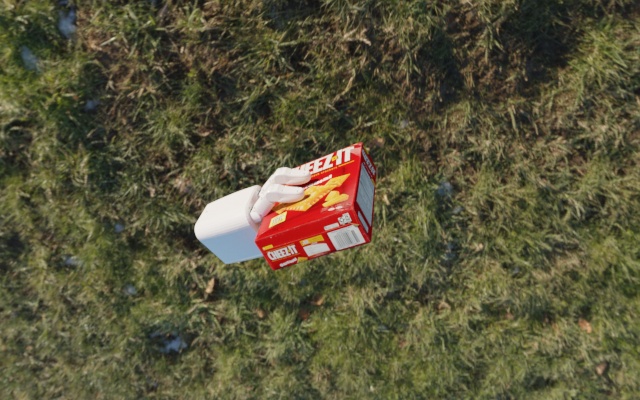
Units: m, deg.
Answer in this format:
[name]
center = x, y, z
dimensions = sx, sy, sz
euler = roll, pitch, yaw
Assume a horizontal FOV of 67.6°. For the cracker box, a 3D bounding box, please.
[cracker box]
center = 0.000, 0.003, 0.772
dimensions = 0.164, 0.072, 0.213
euler = -19, 28, 20
